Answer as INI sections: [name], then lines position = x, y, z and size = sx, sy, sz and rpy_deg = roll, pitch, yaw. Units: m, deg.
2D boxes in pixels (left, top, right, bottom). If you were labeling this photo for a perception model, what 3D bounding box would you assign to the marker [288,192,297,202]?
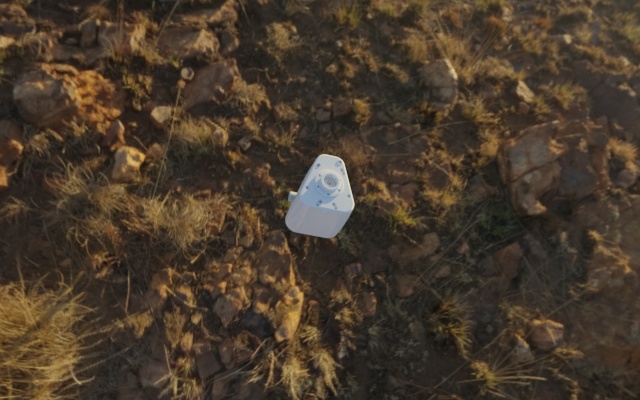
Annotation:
[marker]
position = 0.000, 0.003, 0.897
size = 0.121, 0.020, 0.020
rpy_deg = 10, -2, -11
